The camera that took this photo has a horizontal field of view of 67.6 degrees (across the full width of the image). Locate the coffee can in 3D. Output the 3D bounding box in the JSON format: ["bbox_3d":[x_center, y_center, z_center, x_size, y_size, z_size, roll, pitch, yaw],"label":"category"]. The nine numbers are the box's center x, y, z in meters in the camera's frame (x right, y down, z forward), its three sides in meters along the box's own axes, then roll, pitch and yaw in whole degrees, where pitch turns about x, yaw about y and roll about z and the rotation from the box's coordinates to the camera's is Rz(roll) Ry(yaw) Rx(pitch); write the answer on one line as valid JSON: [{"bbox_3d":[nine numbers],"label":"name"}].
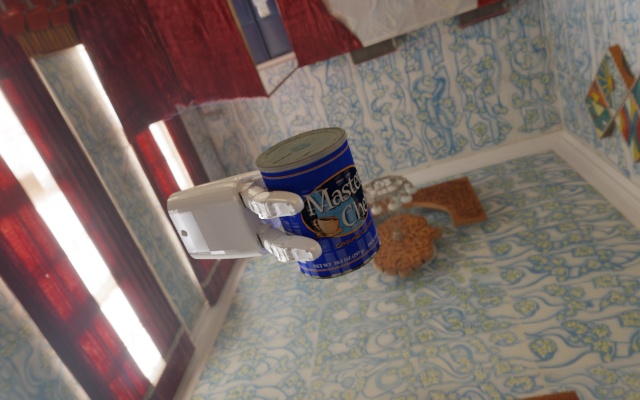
[{"bbox_3d":[0.000,0.002,0.539,0.103,0.140,0.102,-17,22,7],"label":"coffee can"}]
